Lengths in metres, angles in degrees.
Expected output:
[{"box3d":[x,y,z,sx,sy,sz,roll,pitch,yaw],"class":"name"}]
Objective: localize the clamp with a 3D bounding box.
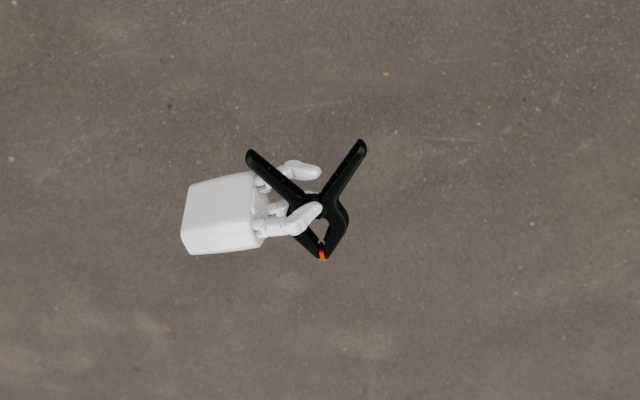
[{"box3d":[0.000,0.003,0.690,0.164,0.210,0.036,-10,36,11],"class":"clamp"}]
